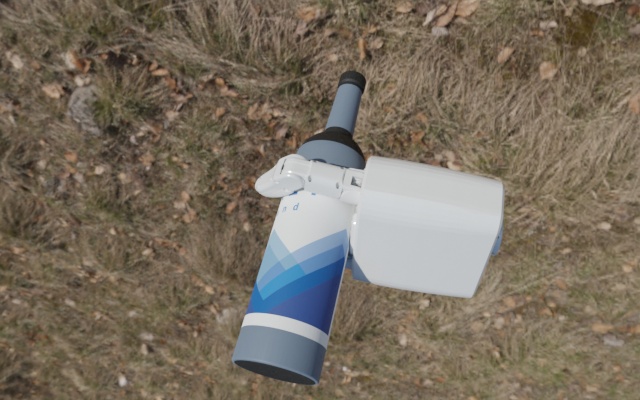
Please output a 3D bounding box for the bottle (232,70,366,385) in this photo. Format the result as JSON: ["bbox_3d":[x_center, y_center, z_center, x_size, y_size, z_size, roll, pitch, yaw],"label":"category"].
[{"bbox_3d":[0.000,0.002,0.419,0.069,0.295,0.069,12,-28,6],"label":"bottle"}]
